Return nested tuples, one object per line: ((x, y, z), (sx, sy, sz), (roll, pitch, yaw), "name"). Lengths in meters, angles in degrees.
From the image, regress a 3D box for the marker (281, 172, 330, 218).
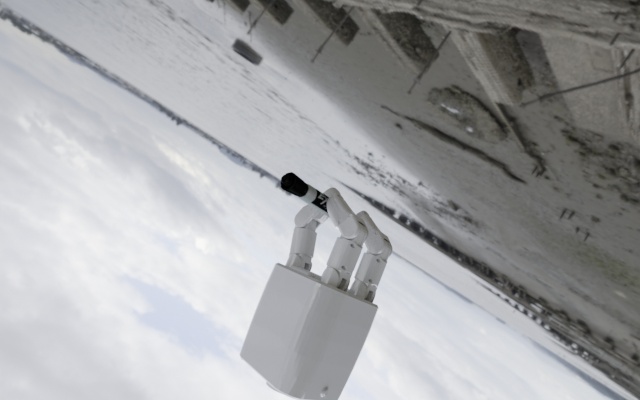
((0.000, 0.002, 0.490), (0.020, 0.020, 0.121), (0, -21, 37), "marker")
